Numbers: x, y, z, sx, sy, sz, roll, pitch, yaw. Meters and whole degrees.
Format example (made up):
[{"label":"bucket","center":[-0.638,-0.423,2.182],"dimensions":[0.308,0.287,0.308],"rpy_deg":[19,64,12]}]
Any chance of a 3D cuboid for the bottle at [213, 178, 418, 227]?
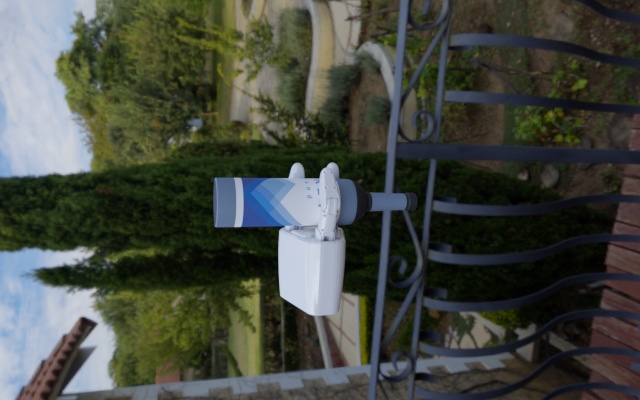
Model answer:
[{"label":"bottle","center":[0.000,0.002,0.681],"dimensions":[0.296,0.069,0.069],"rpy_deg":[0,0,-17]}]
